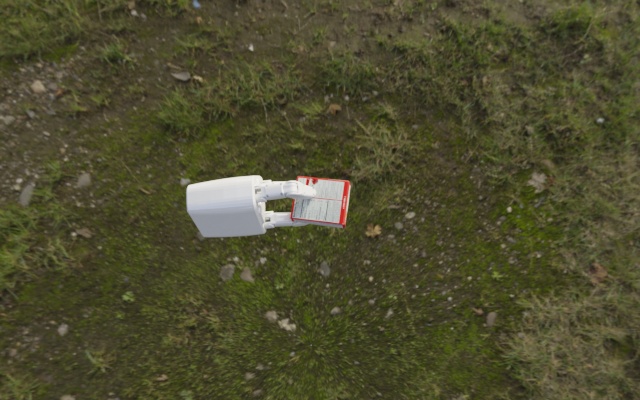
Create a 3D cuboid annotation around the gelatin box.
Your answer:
[{"bbox_3d":[0.000,0.002,0.774,0.089,0.073,0.030,6,-15,9],"label":"gelatin box"}]
